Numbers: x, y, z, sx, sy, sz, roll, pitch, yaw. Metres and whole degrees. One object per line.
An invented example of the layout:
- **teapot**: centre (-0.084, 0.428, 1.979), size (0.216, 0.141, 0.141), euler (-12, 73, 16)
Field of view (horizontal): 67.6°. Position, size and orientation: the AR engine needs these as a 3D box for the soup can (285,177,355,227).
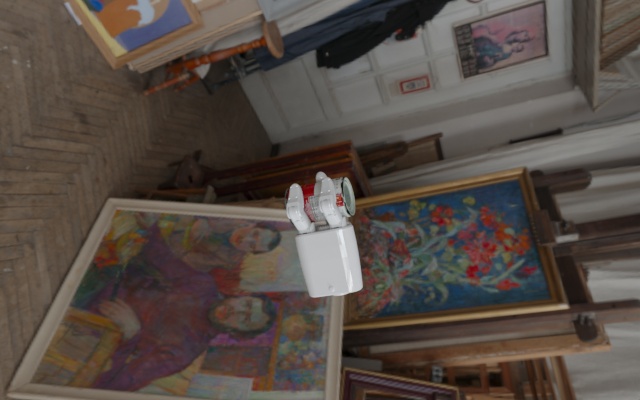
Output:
- **soup can**: centre (0.000, 0.002, 0.797), size (0.102, 0.068, 0.068), euler (-11, -4, 18)
